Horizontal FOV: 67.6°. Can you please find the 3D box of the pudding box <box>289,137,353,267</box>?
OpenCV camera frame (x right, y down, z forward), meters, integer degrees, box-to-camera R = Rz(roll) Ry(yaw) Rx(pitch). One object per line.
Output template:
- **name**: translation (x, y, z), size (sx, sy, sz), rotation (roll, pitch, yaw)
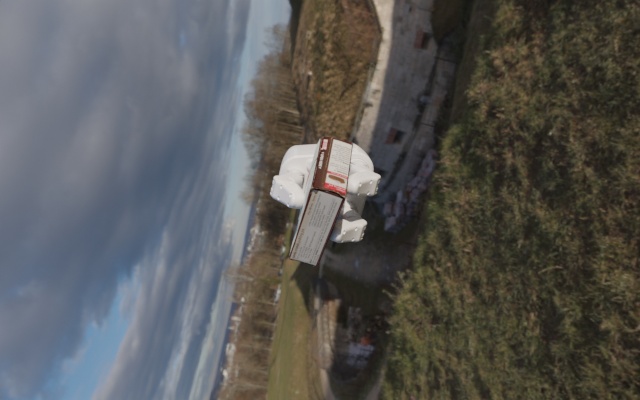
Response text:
- **pudding box**: translation (0.000, 0.002, 0.514), size (0.039, 0.114, 0.090), rotation (13, 43, -4)
